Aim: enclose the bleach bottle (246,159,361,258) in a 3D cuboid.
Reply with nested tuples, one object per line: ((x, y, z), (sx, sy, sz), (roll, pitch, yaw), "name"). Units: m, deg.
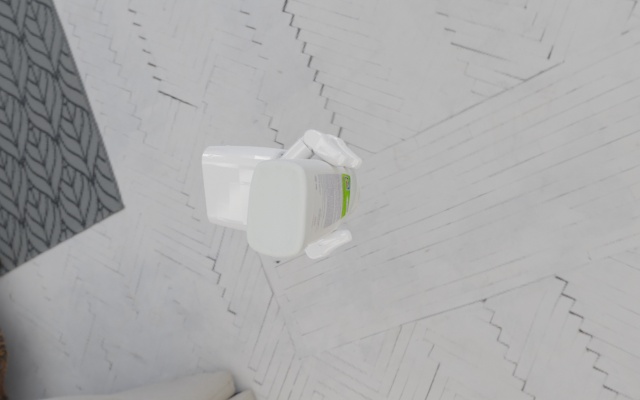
((0.000, 0.002, 0.590), (0.068, 0.102, 0.251), (6, 4, 21), "bleach bottle")
